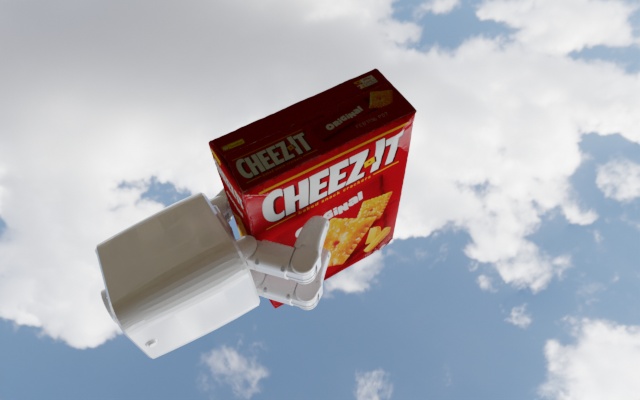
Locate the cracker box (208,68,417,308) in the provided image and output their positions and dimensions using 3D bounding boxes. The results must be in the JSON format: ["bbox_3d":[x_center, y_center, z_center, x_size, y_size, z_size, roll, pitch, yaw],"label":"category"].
[{"bbox_3d":[0.000,0.002,0.467,0.164,0.072,0.214,-28,-31,-16],"label":"cracker box"}]
